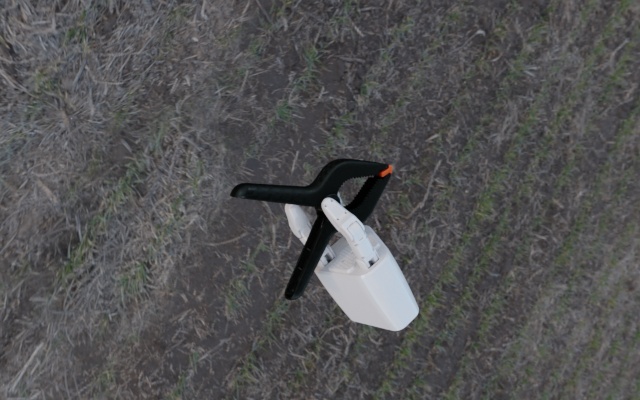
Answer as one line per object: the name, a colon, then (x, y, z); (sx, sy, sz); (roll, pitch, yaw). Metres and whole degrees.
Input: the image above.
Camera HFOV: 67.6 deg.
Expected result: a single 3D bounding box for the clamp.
clamp: (0.001, 0.002, 0.595); (0.210, 0.165, 0.036); (-39, 27, -16)
